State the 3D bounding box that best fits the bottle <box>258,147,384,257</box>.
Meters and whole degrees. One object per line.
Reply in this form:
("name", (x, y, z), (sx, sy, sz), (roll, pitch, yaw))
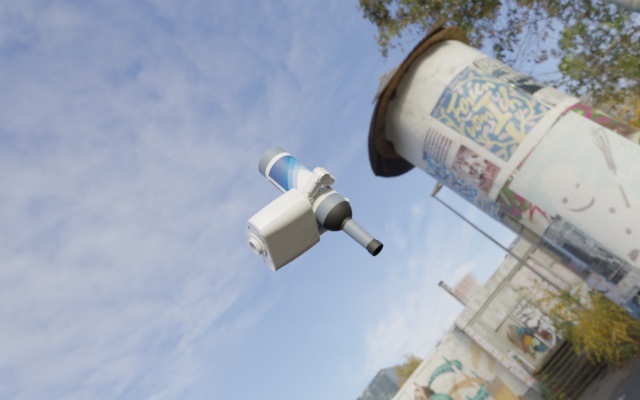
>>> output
("bottle", (0.000, 0.003, 0.886), (0.295, 0.069, 0.069), (40, 22, 29))
